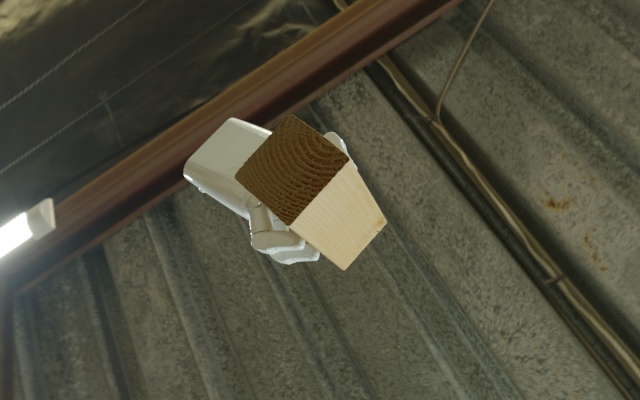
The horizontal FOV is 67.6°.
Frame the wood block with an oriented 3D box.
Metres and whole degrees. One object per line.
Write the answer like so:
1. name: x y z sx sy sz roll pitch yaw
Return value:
1. wood block: 0.000 0.001 0.560 0.090 0.091 0.206 40 -4 26
